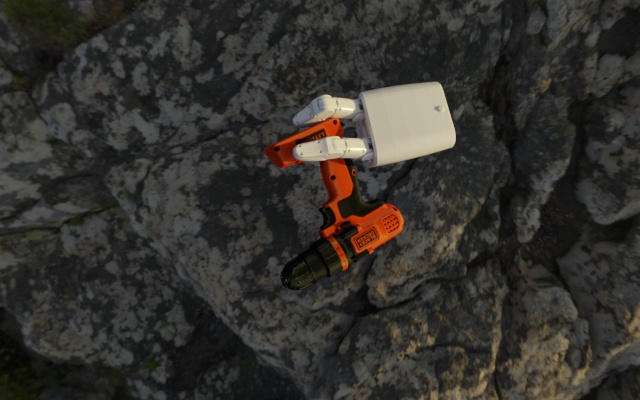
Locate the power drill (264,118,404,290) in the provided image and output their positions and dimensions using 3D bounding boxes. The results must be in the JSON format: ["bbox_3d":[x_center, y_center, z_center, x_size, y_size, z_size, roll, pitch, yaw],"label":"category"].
[{"bbox_3d":[0.000,0.001,0.620,0.184,0.188,0.057,-29,10,-20],"label":"power drill"}]
